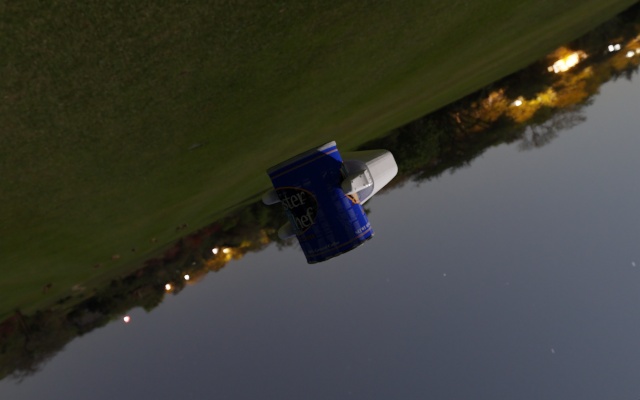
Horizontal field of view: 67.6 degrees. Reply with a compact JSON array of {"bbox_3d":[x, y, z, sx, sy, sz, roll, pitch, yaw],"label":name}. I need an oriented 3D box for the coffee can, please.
[{"bbox_3d":[0.000,0.002,0.657,0.103,0.140,0.103,-24,4,2],"label":"coffee can"}]
